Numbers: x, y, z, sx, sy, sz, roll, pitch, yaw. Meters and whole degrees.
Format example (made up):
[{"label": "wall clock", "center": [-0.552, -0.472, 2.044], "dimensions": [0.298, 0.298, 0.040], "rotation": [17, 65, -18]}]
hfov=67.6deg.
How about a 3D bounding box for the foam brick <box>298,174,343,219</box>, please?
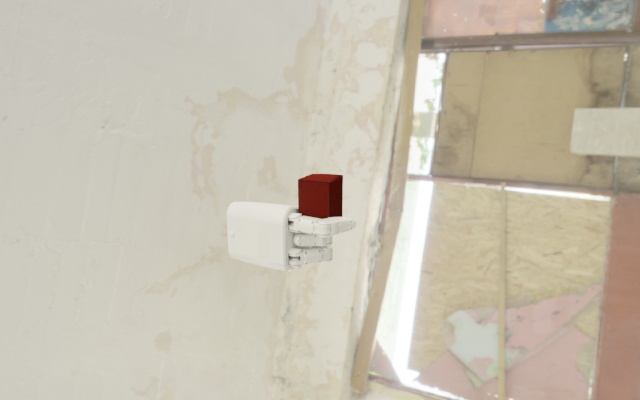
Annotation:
[{"label": "foam brick", "center": [0.000, 0.002, 0.707], "dimensions": [0.051, 0.078, 0.053], "rotation": [7, 16, 25]}]
